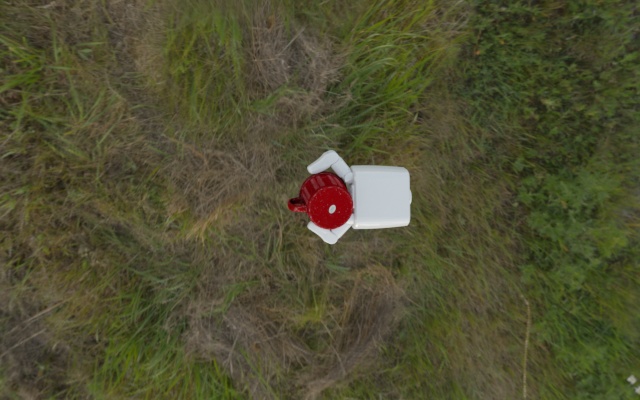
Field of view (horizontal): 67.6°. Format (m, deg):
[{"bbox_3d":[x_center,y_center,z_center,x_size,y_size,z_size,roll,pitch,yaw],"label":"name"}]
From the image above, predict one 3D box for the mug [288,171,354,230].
[{"bbox_3d":[-0.001,0.003,0.849,0.117,0.093,0.081,-4,17,-8],"label":"mug"}]
